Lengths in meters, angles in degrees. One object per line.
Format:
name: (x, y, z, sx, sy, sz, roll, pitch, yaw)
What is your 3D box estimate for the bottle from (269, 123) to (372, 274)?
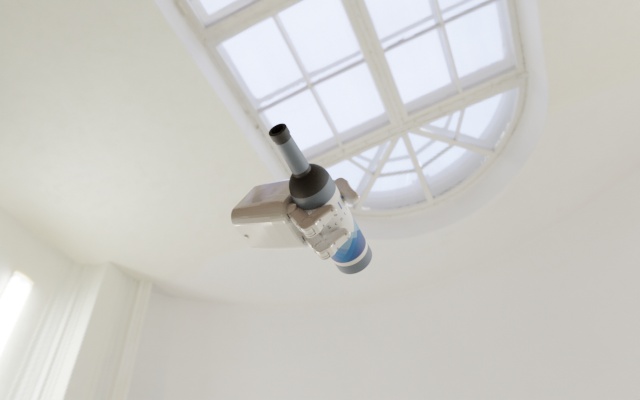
bottle: (0.000, 0.003, 0.739, 0.069, 0.069, 0.296, 0, -42, 33)
